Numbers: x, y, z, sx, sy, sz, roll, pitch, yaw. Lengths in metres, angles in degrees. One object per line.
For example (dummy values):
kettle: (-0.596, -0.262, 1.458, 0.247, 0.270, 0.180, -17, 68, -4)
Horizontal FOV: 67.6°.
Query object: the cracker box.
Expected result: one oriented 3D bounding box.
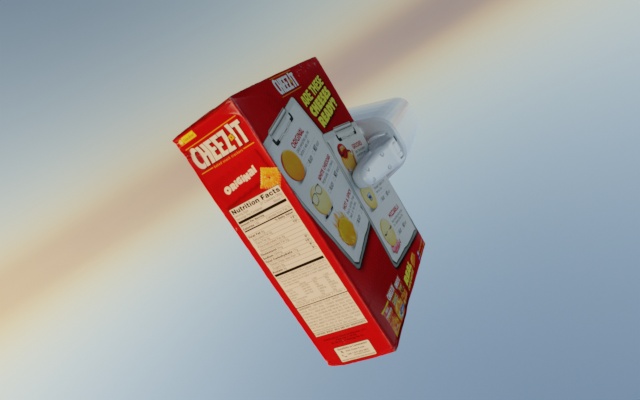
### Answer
cracker box: (0.000, 0.001, 0.404, 0.072, 0.214, 0.164, -27, 13, 29)
